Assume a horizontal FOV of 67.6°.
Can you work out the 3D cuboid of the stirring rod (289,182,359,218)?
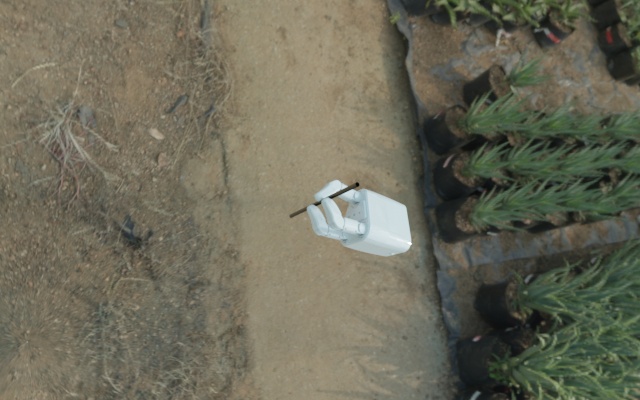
[{"bbox_3d":[0.000,0.003,0.887,0.011,0.011,0.239,0,-14,-31],"label":"stirring rod"}]
